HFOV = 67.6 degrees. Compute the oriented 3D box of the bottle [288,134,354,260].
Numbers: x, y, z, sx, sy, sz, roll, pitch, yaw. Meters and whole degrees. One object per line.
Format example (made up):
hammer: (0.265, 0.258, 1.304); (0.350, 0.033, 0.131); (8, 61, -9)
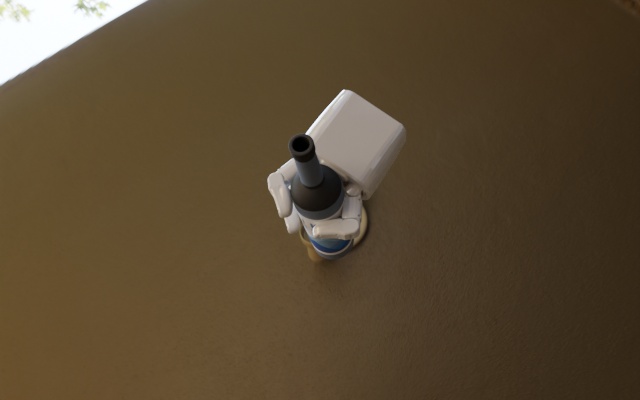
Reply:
bottle: (0.000, 0.002, 0.632); (0.069, 0.069, 0.296); (0, -24, 9)
